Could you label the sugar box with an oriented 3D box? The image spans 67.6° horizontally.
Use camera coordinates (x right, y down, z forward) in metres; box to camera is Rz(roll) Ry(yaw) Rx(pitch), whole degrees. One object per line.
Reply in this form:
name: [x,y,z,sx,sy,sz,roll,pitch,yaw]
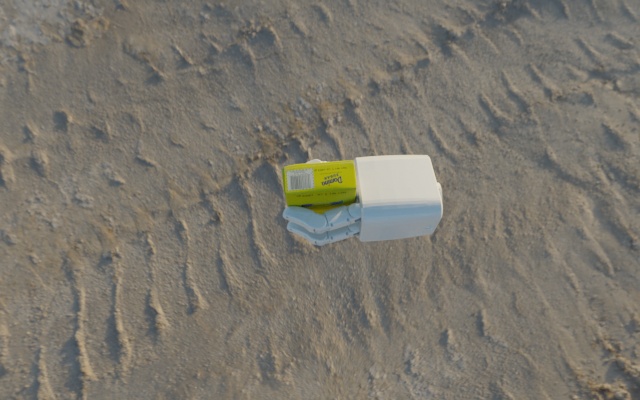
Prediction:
sugar box: [0.000,0.003,0.675,0.093,0.048,0.176,-4,-23,0]
